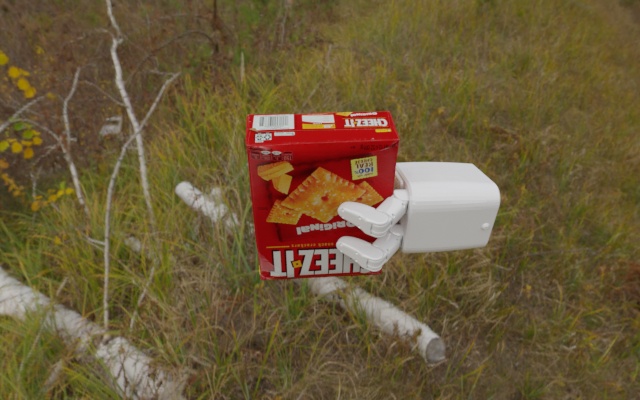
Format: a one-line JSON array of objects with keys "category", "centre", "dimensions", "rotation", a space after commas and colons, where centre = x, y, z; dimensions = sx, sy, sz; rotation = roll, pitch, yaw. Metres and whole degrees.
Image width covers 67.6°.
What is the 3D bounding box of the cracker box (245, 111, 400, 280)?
[{"category": "cracker box", "centre": [0.000, 0.002, 0.580], "dimensions": [0.164, 0.214, 0.072], "rotation": [-2, 39, -3]}]
